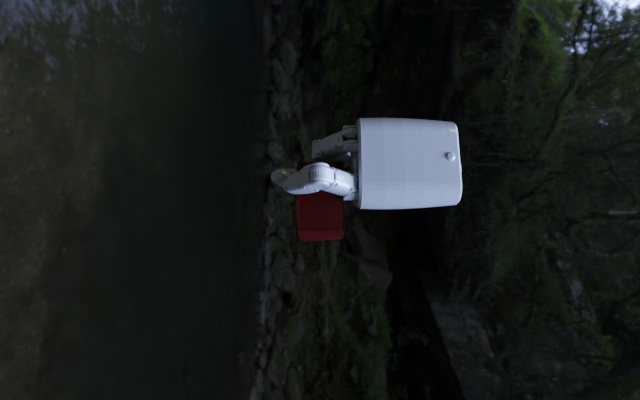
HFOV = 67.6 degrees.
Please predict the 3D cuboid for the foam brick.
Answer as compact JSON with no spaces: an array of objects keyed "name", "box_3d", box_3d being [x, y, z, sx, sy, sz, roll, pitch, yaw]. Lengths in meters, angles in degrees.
[{"name":"foam brick","box_3d":[0.000,0.002,0.522,0.051,0.078,0.053,0,-15,0]}]
